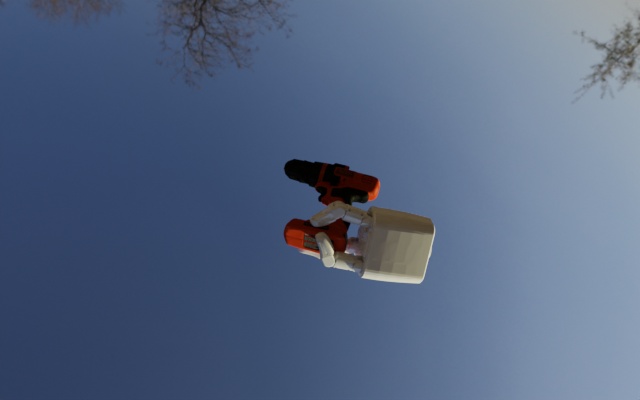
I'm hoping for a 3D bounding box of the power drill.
[{"bbox_3d":[0.000,0.003,0.847,0.184,0.057,0.187,13,47,11],"label":"power drill"}]
